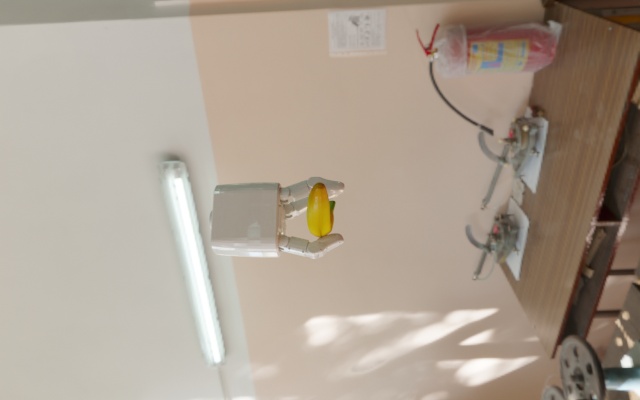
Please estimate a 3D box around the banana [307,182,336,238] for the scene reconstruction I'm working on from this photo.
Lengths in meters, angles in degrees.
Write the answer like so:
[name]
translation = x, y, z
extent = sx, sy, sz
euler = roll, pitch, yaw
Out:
[banana]
translation = -0.001, 0.021, 0.733
extent = 0.037, 0.069, 0.198
euler = 3, -7, 5
